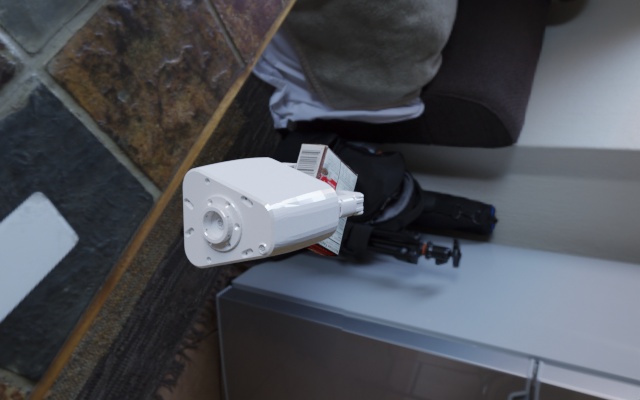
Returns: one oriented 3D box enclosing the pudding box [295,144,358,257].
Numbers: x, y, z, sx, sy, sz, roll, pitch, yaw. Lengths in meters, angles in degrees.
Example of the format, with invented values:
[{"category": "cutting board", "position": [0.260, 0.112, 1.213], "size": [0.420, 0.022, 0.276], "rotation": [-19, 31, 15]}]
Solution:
[{"category": "pudding box", "position": [0.000, 0.002, 0.569], "size": [0.039, 0.113, 0.090], "rotation": [7, -17, 31]}]
